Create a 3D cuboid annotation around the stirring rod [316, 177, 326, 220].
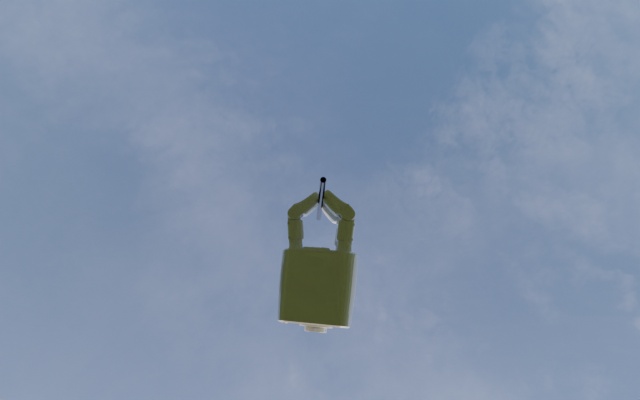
[{"bbox_3d":[0.000,0.002,0.730,0.011,0.011,0.239,0,-14,-2],"label":"stirring rod"}]
